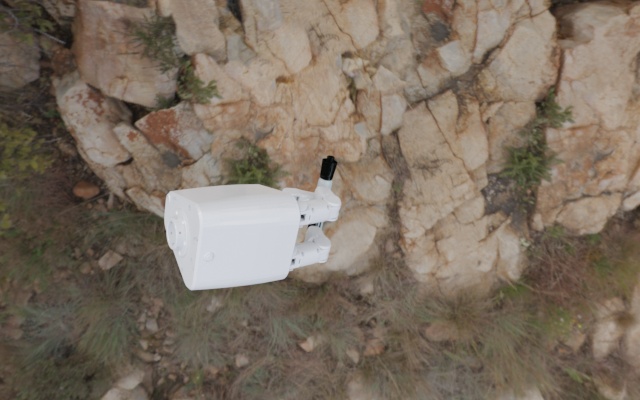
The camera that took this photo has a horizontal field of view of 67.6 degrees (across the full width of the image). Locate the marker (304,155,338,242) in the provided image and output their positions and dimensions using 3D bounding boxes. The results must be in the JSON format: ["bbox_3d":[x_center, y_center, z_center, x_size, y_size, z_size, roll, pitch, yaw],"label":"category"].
[{"bbox_3d":[0.000,0.002,0.593,0.020,0.121,0.020,11,23,-5],"label":"marker"}]
